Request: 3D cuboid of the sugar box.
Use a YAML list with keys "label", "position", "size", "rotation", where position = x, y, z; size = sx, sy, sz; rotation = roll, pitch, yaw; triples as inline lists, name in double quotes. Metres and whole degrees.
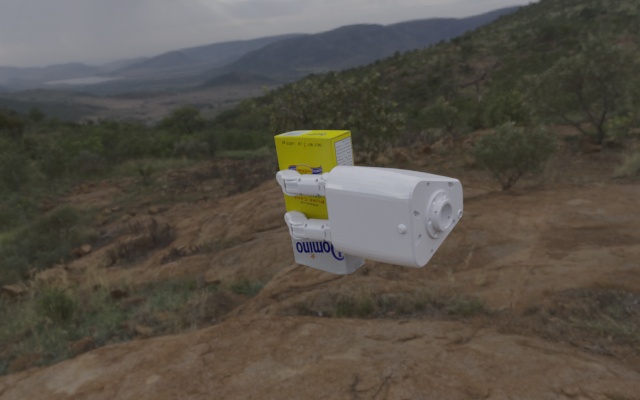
- label: "sugar box"
  position: [0.000, 0.002, 0.598]
  size: [0.093, 0.176, 0.048]
  rotation: [8, 22, 40]
